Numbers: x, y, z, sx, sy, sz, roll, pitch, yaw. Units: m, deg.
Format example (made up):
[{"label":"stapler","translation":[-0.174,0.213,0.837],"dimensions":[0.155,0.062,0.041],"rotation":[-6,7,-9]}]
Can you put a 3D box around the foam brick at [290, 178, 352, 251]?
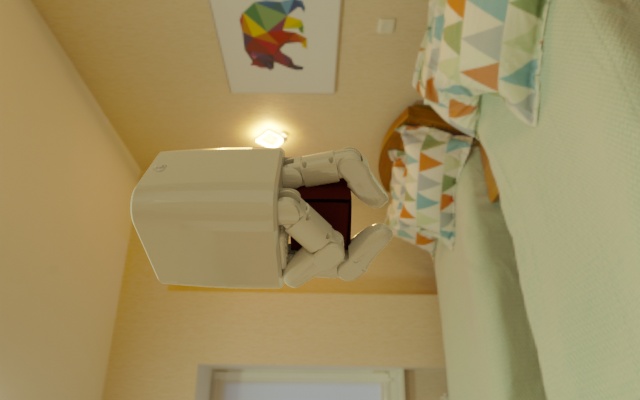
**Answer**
[{"label":"foam brick","translation":[0.000,0.001,0.426],"dimensions":[0.051,0.053,0.078],"rotation":[0,30,1]}]
